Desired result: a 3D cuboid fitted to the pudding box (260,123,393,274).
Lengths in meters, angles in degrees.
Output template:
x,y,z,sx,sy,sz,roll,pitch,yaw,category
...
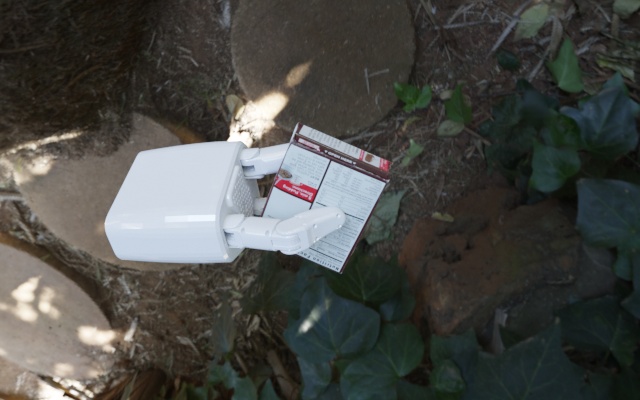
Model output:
x,y,z,sx,sy,sz,roll,pitch,yaw,category
0.000,0.001,0.422,0.090,0.114,0.039,22,34,-3,pudding box
